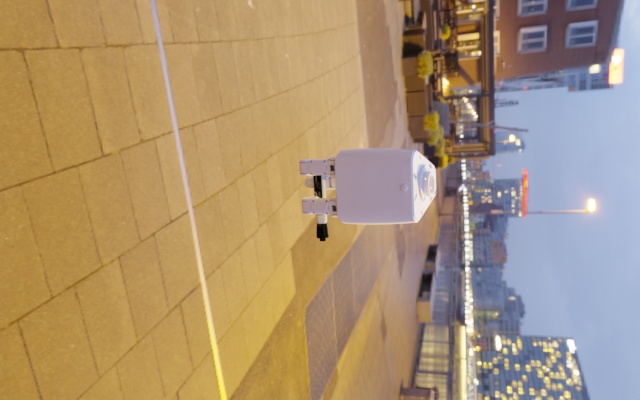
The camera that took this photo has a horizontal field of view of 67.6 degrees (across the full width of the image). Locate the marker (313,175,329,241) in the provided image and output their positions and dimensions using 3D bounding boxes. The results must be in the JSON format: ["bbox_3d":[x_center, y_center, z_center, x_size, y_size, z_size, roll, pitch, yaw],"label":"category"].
[{"bbox_3d":[0.000,0.002,0.725,0.020,0.121,0.020,-3,7,0],"label":"marker"}]
